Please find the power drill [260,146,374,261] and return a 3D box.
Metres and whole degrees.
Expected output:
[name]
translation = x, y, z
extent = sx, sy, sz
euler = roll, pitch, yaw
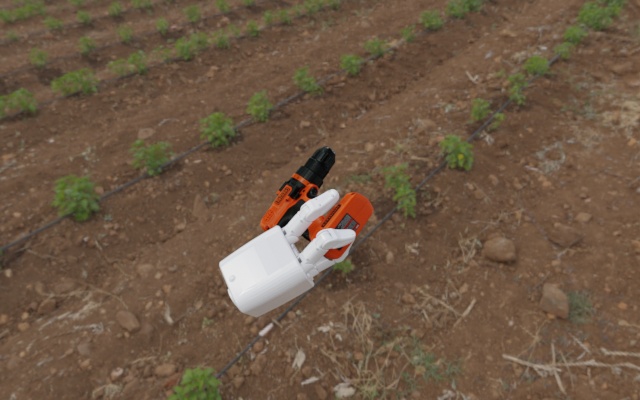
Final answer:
[power drill]
translation = 0.000, 0.003, 0.772
extent = 0.057, 0.184, 0.187
euler = 39, -6, -34
